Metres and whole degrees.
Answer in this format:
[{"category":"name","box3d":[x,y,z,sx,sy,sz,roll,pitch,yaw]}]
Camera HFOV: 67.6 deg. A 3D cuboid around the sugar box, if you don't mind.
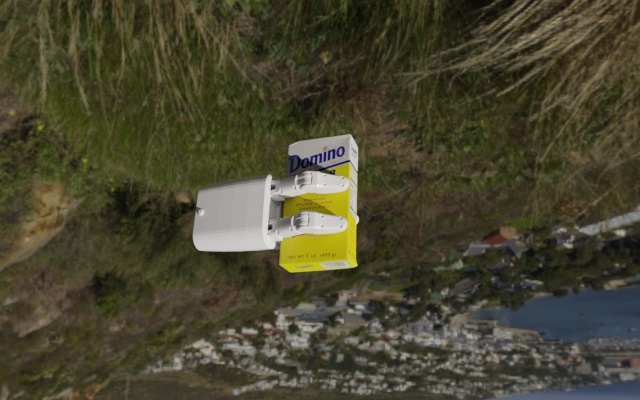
[{"category":"sugar box","box3d":[0.000,0.002,0.627,0.093,0.176,0.048,-6,-23,18]}]
